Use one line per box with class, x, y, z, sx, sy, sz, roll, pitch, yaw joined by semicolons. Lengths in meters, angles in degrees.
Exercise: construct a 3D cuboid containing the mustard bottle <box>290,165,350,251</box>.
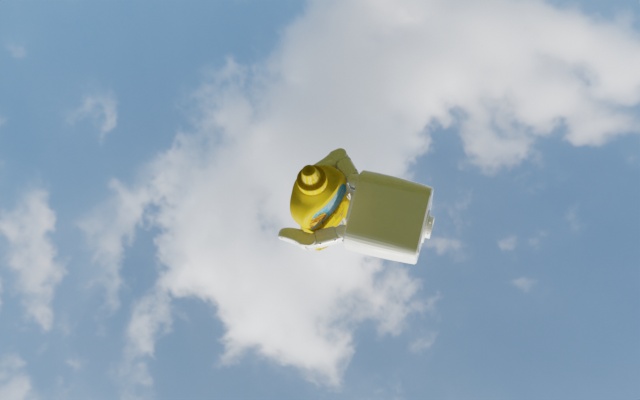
mustard bottle;0.000;0.002;0.700;0.058;0.096;0.192;38;-14;23
